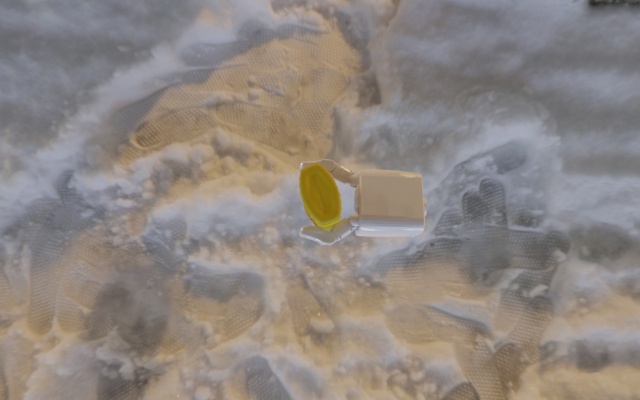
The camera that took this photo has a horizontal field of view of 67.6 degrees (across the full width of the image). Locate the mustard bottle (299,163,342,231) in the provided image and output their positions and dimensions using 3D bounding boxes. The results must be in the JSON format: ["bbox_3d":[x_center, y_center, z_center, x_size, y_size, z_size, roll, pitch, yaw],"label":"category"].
[{"bbox_3d":[0.000,0.003,0.810,0.058,0.096,0.191,-23,-7,-3],"label":"mustard bottle"}]
